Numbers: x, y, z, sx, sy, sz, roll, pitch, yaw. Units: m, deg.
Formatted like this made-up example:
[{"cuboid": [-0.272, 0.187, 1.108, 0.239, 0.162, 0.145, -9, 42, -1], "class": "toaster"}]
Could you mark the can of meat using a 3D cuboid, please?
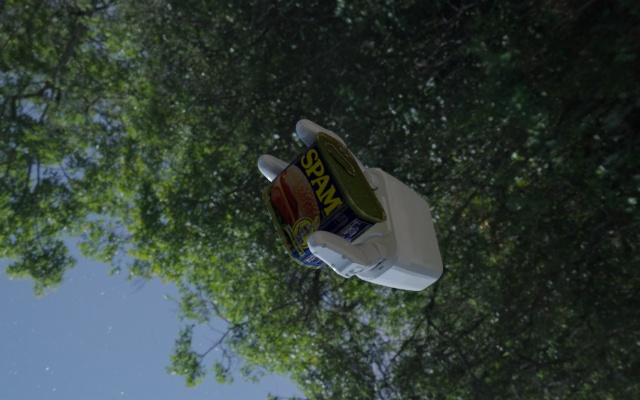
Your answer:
[{"cuboid": [0.000, 0.002, 0.450, 0.084, 0.102, 0.057, -41, -34, 23], "class": "can of meat"}]
